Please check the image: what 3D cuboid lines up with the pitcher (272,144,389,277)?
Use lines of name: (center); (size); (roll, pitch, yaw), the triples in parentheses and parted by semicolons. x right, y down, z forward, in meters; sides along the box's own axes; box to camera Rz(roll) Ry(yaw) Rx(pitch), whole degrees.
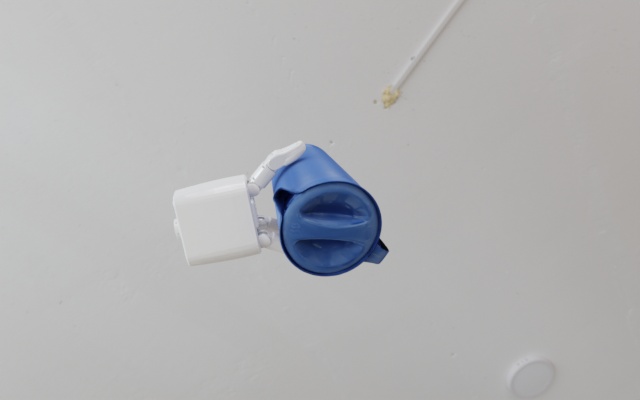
pitcher: (0.000, 0.002, 0.707); (0.145, 0.149, 0.242); (-14, 24, -6)
